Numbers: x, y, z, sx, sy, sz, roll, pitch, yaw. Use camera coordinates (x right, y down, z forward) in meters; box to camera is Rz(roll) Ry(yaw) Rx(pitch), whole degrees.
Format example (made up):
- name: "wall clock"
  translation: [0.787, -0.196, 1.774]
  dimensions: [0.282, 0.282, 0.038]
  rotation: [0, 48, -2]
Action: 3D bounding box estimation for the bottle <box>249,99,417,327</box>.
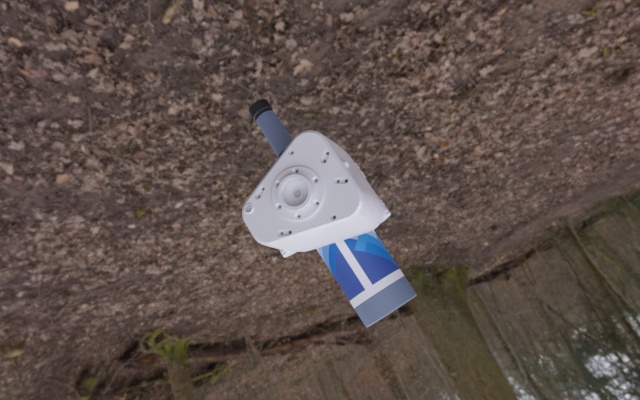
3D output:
- name: "bottle"
  translation: [0.000, 0.002, 0.559]
  dimensions: [0.069, 0.295, 0.069]
  rotation: [-31, -14, -9]
